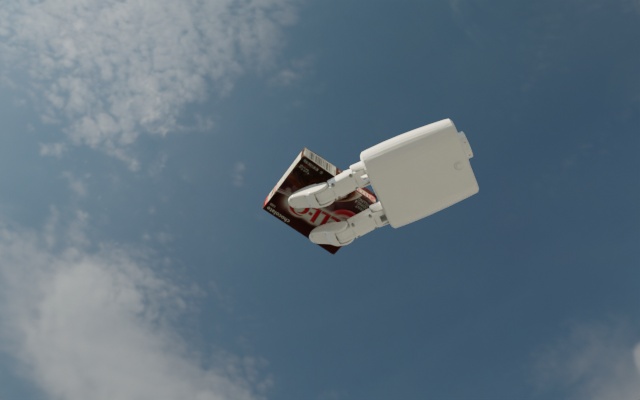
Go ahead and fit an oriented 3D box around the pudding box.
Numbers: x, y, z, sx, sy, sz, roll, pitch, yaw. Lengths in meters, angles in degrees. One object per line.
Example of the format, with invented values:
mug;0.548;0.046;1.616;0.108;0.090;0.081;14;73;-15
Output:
pudding box;0.000;0.002;0.591;0.113;0.090;0.039;35;23;-11
